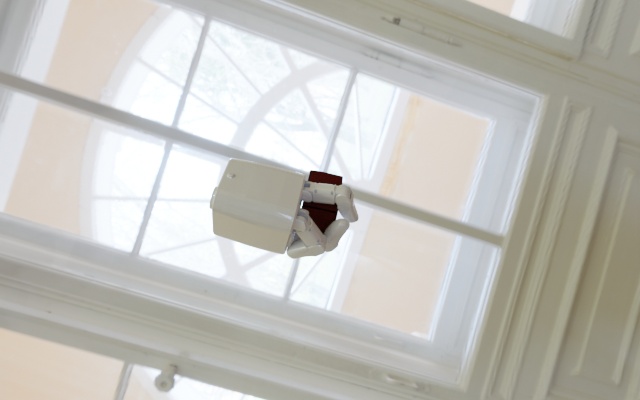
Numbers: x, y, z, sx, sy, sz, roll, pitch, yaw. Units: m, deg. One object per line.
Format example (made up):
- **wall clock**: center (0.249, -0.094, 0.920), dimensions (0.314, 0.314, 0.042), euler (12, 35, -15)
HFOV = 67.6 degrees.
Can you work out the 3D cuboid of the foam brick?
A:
- **foam brick**: center (0.000, 0.002, 0.688), dimensions (0.051, 0.053, 0.078), euler (12, 44, -1)
